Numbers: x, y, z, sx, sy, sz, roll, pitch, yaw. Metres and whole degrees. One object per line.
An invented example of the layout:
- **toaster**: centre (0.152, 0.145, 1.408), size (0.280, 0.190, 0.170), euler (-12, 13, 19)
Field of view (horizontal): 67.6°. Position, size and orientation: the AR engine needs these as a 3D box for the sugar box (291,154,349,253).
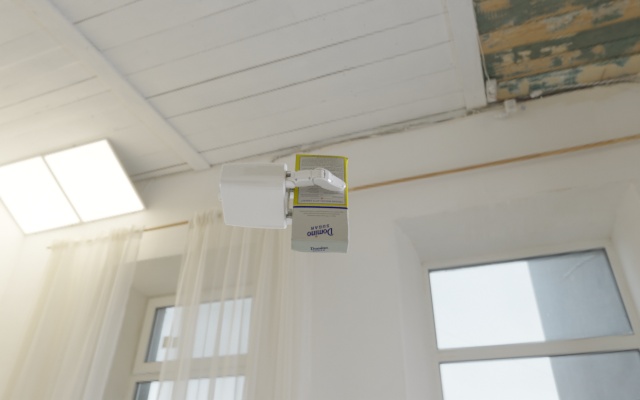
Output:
- **sugar box**: centre (0.000, 0.003, 0.804), size (0.093, 0.176, 0.048), euler (2, -33, 0)
